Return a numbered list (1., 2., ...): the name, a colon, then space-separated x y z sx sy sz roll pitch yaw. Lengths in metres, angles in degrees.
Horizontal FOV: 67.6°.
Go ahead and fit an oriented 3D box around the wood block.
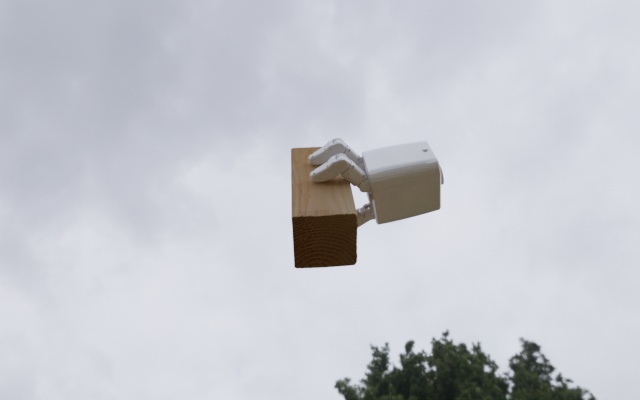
1. wood block: 0.001 0.003 0.735 0.090 0.091 0.206 -3 32 -2
